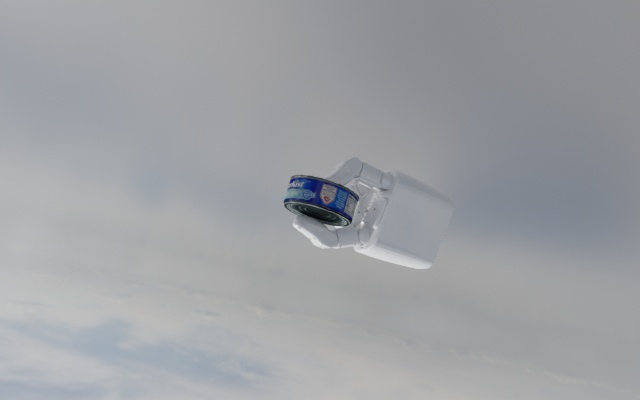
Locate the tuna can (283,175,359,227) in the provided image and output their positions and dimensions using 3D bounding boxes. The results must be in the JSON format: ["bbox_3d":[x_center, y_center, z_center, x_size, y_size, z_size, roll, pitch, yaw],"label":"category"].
[{"bbox_3d":[0.000,0.002,0.563,0.086,0.033,0.086,16,-14,4],"label":"tuna can"}]
